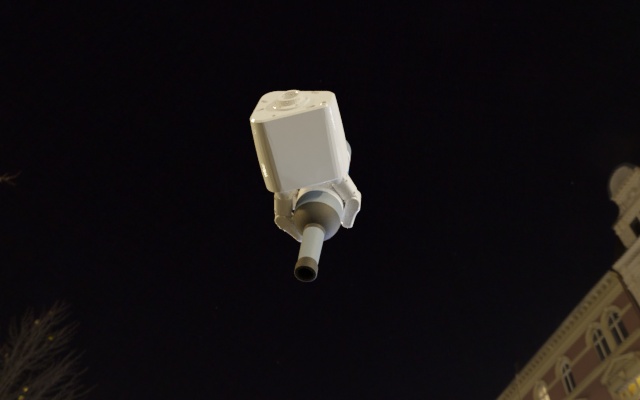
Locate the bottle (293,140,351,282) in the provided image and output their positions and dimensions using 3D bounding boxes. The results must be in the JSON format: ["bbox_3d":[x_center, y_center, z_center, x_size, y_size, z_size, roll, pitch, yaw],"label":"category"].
[{"bbox_3d":[0.000,0.002,0.687,0.069,0.069,0.295,0,36,9],"label":"bottle"}]
